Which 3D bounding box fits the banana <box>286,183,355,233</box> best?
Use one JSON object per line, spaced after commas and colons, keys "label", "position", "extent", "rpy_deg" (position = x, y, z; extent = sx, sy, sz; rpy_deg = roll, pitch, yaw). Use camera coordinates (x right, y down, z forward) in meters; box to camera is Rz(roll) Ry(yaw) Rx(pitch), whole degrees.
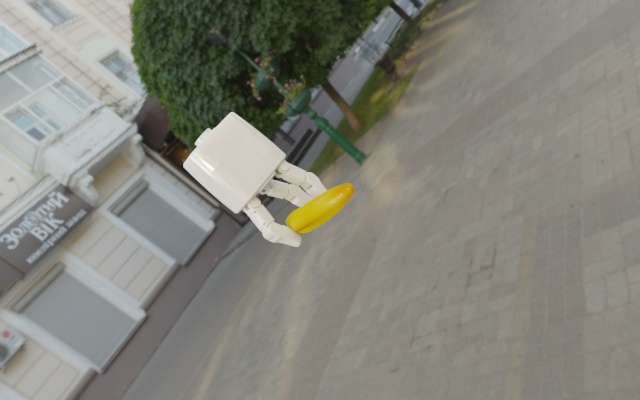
{"label": "banana", "position": [-0.012, 0.017, 0.703], "extent": [0.037, 0.069, 0.198], "rpy_deg": [42, -20, -8]}
